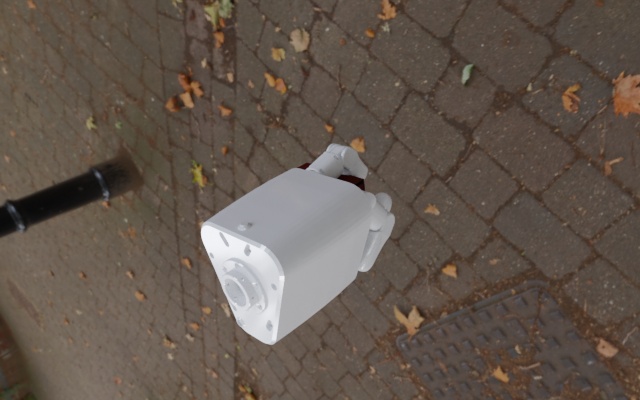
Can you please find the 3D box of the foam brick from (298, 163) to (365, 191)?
[{"bbox_3d":[0.000,0.002,0.478,0.078,0.053,0.051,18,38,37],"label":"foam brick"}]
